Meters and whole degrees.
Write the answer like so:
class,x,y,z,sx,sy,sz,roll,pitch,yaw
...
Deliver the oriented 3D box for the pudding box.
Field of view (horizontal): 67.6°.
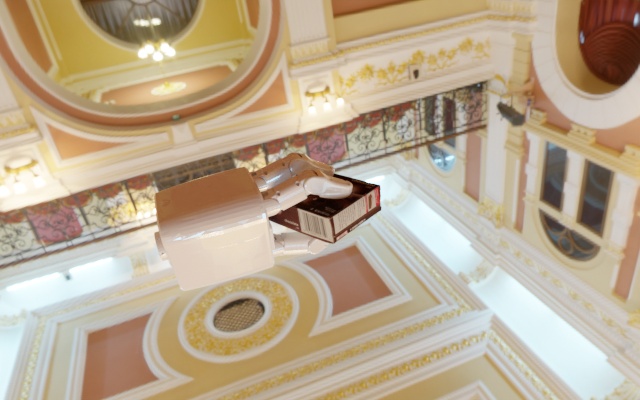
class,x,y,z,sx,sy,sz,roll,pitch,yaw
pudding box,0.000,0.002,0.555,0.113,0.039,0.090,20,38,38
